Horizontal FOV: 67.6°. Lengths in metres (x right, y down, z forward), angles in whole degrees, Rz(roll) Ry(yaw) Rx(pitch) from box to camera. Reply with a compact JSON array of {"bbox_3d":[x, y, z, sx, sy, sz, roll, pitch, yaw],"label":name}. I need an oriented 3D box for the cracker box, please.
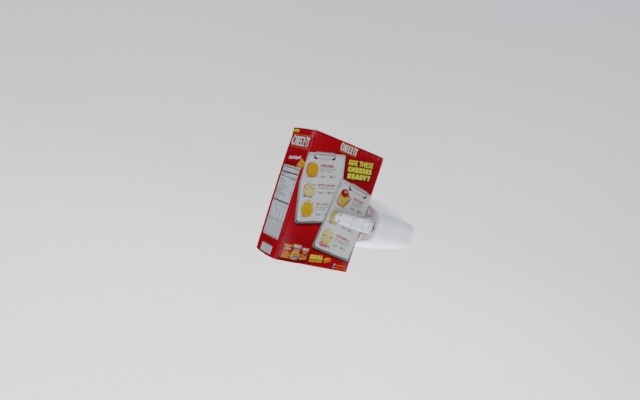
[{"bbox_3d":[0.000,0.003,0.811,0.164,0.213,0.072,17,1,-40],"label":"cracker box"}]
